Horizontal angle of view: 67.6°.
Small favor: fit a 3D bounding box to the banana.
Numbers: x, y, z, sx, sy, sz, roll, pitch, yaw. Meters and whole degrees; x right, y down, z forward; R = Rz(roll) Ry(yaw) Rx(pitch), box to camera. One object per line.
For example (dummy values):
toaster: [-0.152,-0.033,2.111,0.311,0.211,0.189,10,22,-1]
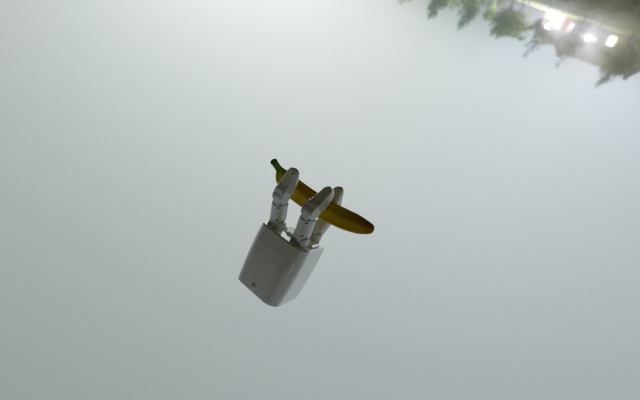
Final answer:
banana: [-0.002,0.005,0.771,0.198,0.037,0.070,33,-11,10]
